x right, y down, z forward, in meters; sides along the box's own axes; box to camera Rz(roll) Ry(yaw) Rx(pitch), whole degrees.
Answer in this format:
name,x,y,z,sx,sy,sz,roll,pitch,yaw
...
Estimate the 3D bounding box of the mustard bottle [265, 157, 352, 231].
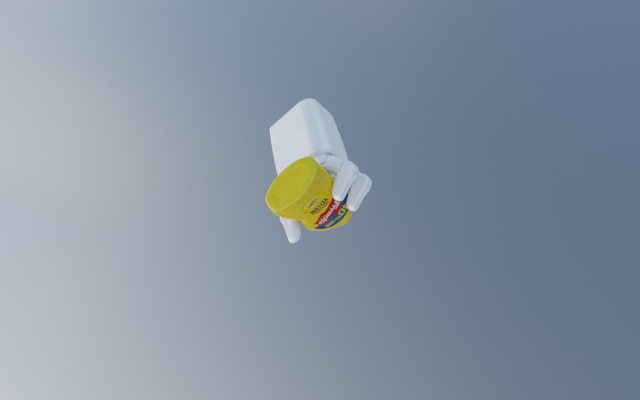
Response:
name,x,y,z,sx,sy,sz,roll,pitch,yaw
mustard bottle,0.000,0.003,0.761,0.058,0.096,0.192,48,9,31
